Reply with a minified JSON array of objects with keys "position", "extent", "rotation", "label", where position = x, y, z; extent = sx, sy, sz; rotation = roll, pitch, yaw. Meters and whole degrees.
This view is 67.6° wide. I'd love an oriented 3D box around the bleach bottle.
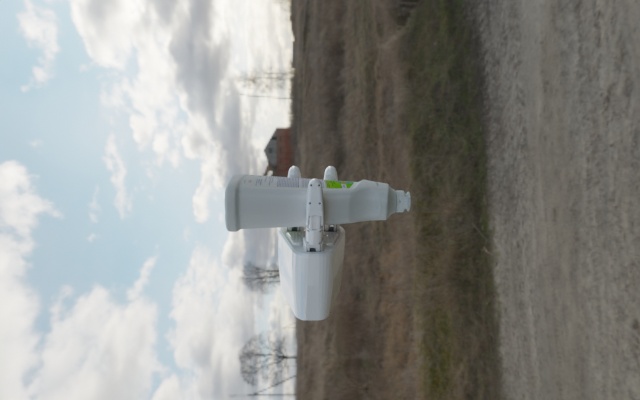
[{"position":[0.000,0.002,0.663],"extent":[0.251,0.068,0.102],"rotation":[1,18,-3],"label":"bleach bottle"}]
